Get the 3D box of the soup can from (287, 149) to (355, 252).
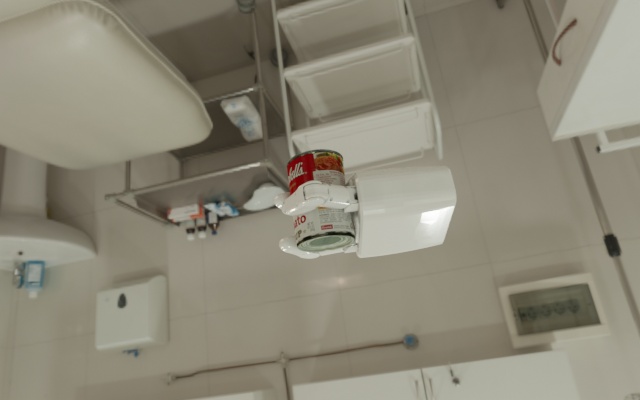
[{"bbox_3d":[0.000,0.002,0.549,0.068,0.102,0.068,-7,-20,-3],"label":"soup can"}]
